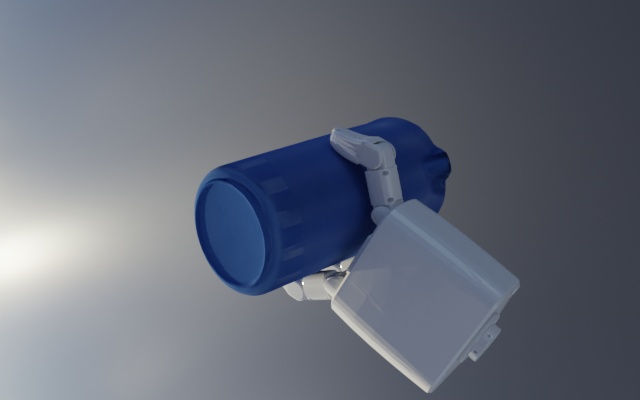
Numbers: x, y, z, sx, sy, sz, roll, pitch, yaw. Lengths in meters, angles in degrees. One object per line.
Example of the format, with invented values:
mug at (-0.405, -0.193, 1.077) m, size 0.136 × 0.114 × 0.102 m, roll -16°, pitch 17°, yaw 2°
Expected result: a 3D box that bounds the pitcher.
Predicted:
pitcher at (0.000, 0.002, 0.466) m, size 0.145 × 0.149 × 0.243 m, roll 40°, pitch 37°, yaw 27°
